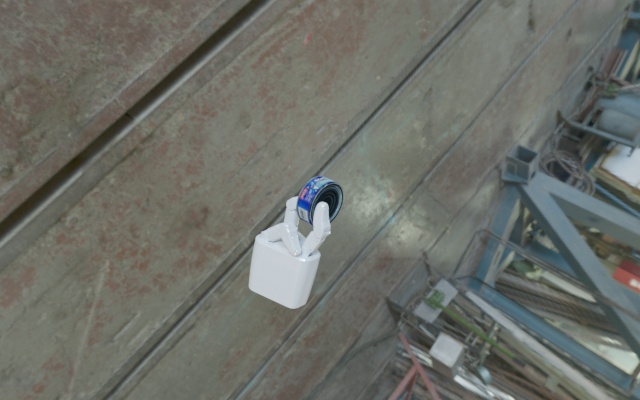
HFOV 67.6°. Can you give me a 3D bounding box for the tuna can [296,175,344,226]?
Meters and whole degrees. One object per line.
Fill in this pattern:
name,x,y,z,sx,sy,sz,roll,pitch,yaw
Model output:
tuna can,0.001,0.003,0.820,0.033,0.086,0.086,27,17,36
